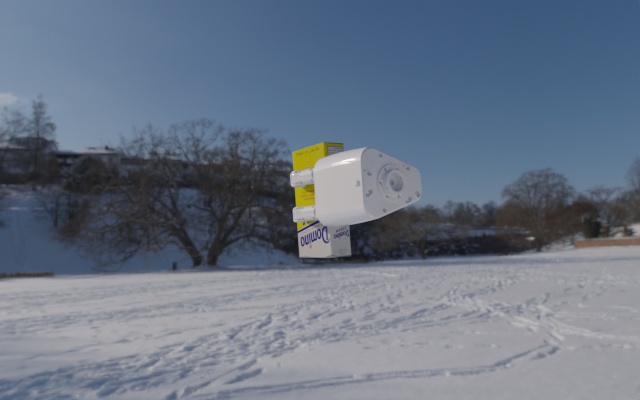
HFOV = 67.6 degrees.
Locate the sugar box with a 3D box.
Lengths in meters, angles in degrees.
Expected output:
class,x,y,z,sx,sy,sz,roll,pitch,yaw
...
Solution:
class,x,y,z,sx,sy,sz,roll,pitch,yaw
sugar box,0.000,0.002,0.762,0.048,0.176,0.093,1,-7,-36
